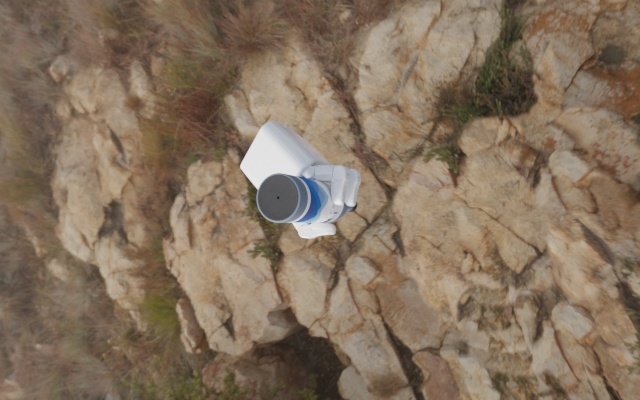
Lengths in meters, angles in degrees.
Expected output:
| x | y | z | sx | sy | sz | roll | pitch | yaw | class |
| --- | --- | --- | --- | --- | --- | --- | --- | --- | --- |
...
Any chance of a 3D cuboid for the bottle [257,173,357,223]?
| x | y | z | sx | sy | sz | roll | pitch | yaw | class |
| --- | --- | --- | --- | --- | --- | --- | --- | --- | --- |
| 0.000 | 0.003 | 0.771 | 0.069 | 0.069 | 0.296 | 0 | -2 | 23 | bottle |
